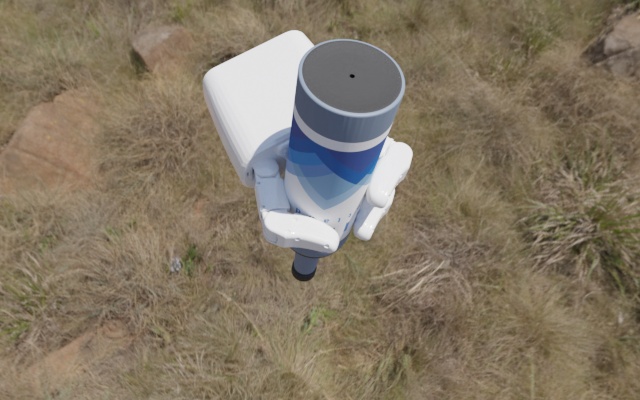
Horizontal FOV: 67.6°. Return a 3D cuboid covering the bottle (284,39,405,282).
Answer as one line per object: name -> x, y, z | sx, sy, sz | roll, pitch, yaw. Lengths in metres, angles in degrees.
bottle -> 0.000, 0.001, 0.413 | 0.069, 0.069, 0.296 | 0, -32, -9
